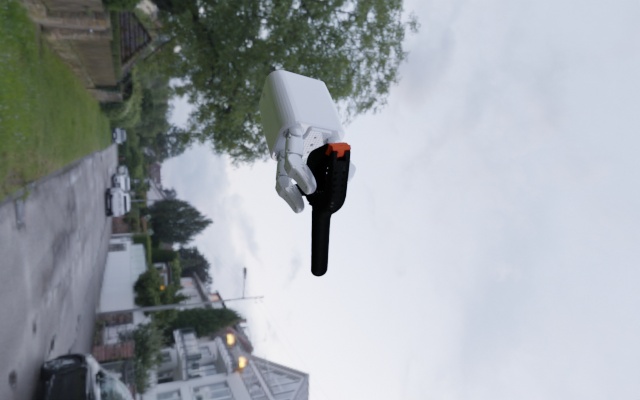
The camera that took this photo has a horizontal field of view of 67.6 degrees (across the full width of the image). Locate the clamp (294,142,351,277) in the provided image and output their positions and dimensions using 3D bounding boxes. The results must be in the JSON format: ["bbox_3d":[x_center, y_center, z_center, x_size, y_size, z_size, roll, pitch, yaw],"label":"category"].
[{"bbox_3d":[0.001,0.002,0.675,0.036,0.164,0.210,-8,-27,-25],"label":"clamp"}]
